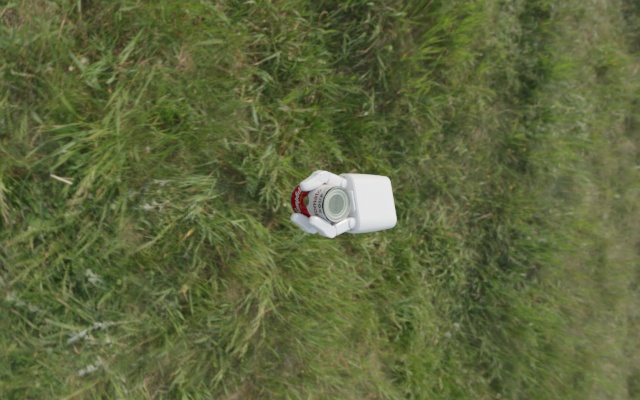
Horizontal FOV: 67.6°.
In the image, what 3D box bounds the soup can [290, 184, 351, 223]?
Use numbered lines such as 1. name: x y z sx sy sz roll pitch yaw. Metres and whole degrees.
1. soup can: 0.000 0.003 0.887 0.068 0.068 0.102 0 6 -38
